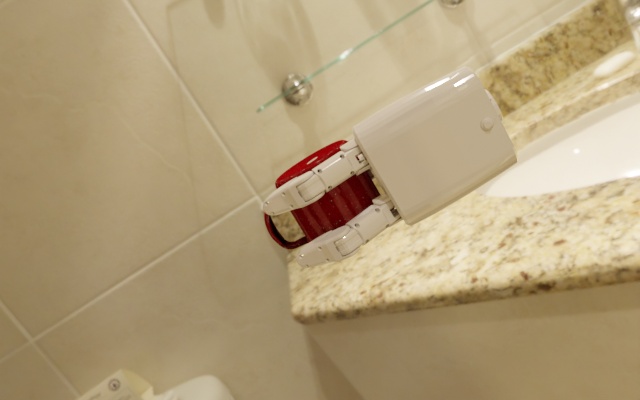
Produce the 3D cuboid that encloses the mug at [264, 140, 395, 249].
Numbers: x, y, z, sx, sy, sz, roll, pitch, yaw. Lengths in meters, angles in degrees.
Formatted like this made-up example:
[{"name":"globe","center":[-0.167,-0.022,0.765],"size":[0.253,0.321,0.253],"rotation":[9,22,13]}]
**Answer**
[{"name":"mug","center":[-0.001,0.002,0.457],"size":[0.117,0.081,0.093],"rotation":[-30,11,9]}]
